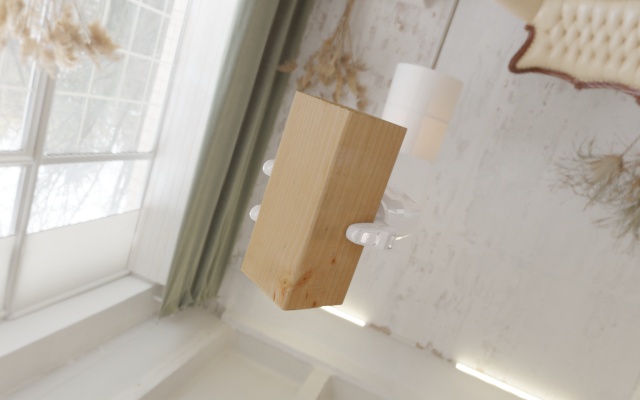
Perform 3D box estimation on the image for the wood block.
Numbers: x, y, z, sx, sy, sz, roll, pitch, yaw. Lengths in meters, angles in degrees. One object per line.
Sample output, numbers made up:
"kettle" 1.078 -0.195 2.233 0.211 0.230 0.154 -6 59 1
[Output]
"wood block" 0.001 0.002 0.509 0.090 0.206 0.090 6 17 -43
